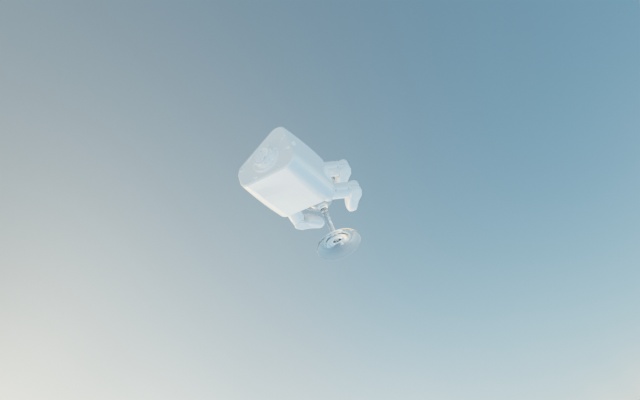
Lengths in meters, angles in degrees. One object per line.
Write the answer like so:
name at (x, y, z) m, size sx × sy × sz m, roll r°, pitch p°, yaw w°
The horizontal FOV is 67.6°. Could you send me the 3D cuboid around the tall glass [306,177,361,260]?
tall glass at (0.000, 0.003, 0.829) m, size 0.079 × 0.079 × 0.201 m, roll 0°, pitch 43°, yaw -24°
